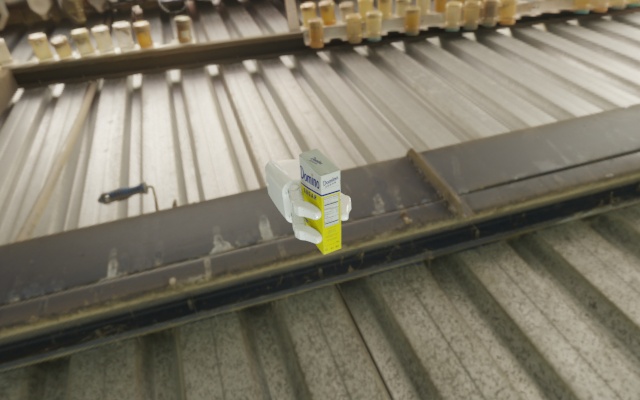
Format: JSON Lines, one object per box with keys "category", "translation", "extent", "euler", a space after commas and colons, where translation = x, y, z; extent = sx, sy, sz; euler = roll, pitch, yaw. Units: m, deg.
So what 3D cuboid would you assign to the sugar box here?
{"category": "sugar box", "translation": [0.000, 0.003, 0.885], "extent": [0.048, 0.176, 0.093], "euler": [-20, 37, -19]}
